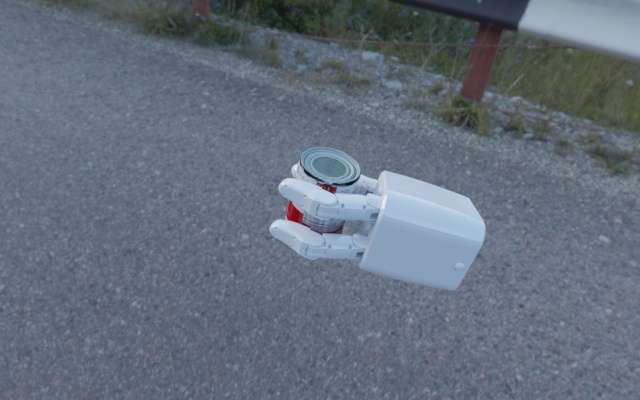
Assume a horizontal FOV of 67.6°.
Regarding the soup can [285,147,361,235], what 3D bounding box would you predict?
[{"bbox_3d":[0.000,0.001,0.523,0.068,0.102,0.068,10,37,-8],"label":"soup can"}]
